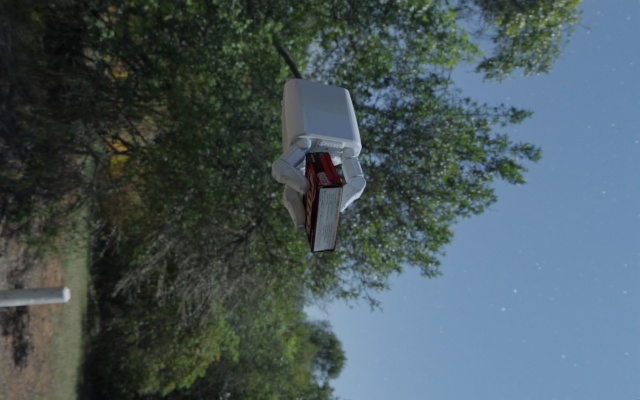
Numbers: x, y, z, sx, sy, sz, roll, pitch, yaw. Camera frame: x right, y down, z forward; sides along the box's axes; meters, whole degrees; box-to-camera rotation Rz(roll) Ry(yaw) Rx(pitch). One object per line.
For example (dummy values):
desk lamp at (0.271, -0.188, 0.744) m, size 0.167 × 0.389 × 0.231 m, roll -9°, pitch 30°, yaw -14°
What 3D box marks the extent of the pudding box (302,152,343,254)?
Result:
pudding box at (0.000, 0.002, 0.662) m, size 0.039 × 0.114 × 0.090 m, roll -4°, pitch 35°, yaw -10°
